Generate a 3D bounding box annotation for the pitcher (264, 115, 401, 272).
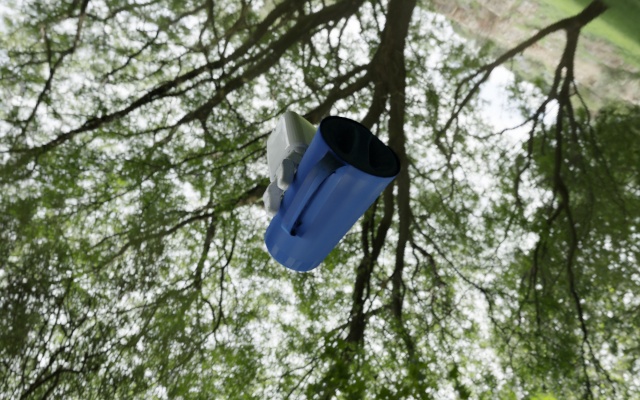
[{"bbox_3d":[0.000,0.002,0.736,0.149,0.243,0.145,15,38,-25],"label":"pitcher"}]
